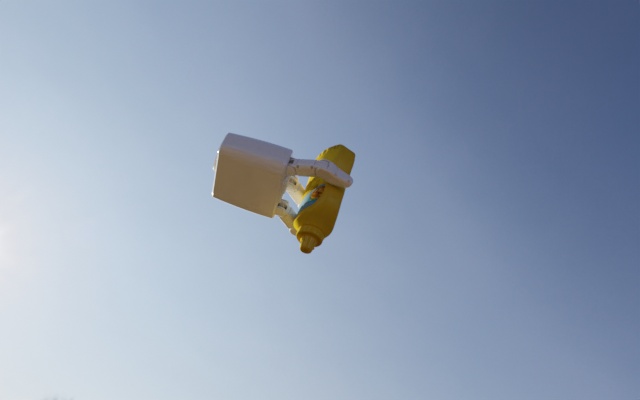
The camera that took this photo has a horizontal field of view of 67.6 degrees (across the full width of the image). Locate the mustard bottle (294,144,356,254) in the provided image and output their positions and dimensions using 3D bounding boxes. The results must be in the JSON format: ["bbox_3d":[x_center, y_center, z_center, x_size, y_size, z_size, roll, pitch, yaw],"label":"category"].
[{"bbox_3d":[0.000,0.002,0.758,0.058,0.191,0.096,33,-42,-18],"label":"mustard bottle"}]
